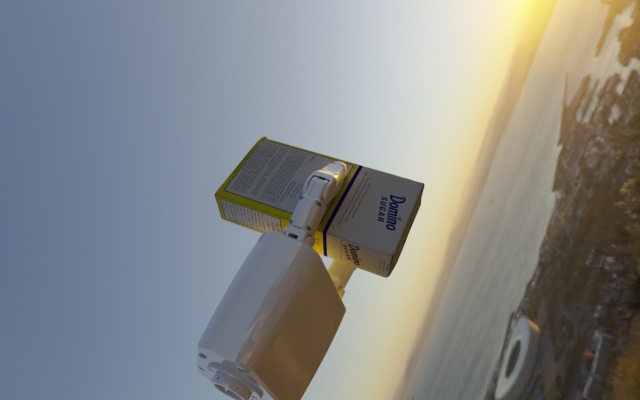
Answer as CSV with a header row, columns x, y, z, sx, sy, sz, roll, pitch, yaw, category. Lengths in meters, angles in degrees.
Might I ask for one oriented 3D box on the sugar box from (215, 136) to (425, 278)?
x,y,z,sx,sy,sz,roll,pitch,yaw,category
0.000,0.002,0.458,0.176,0.093,0.048,20,-37,16,sugar box
